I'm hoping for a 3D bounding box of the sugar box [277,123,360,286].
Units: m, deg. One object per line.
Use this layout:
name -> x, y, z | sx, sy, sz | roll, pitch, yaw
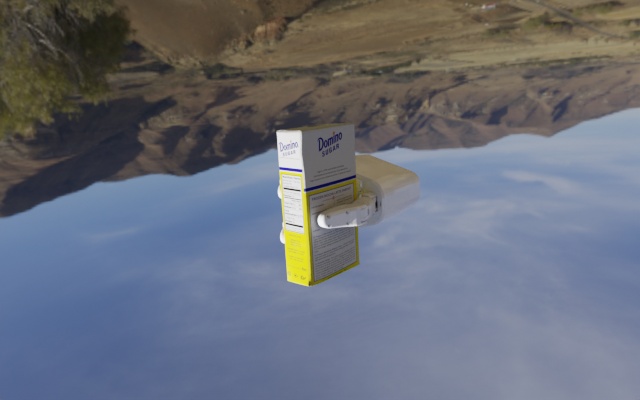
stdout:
sugar box -> 0.000, 0.002, 0.555 | 0.048, 0.176, 0.093 | 6, 15, 41
